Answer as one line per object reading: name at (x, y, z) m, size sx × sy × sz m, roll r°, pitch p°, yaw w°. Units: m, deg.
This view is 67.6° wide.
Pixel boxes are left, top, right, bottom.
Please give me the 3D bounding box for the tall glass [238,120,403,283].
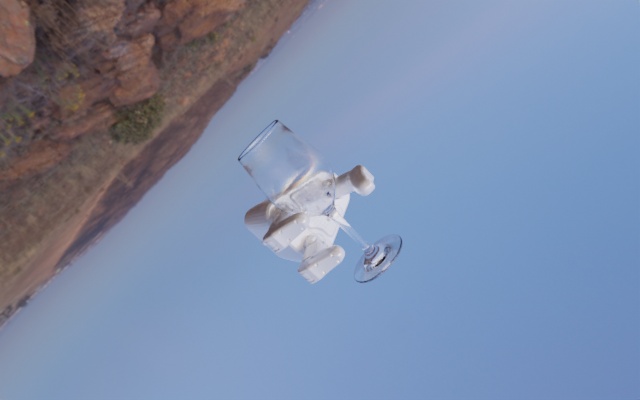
tall glass at (0.001, 0.002, 0.541) m, size 0.201 × 0.079 × 0.079 m, roll 45°, pitch -15°, yaw -16°
